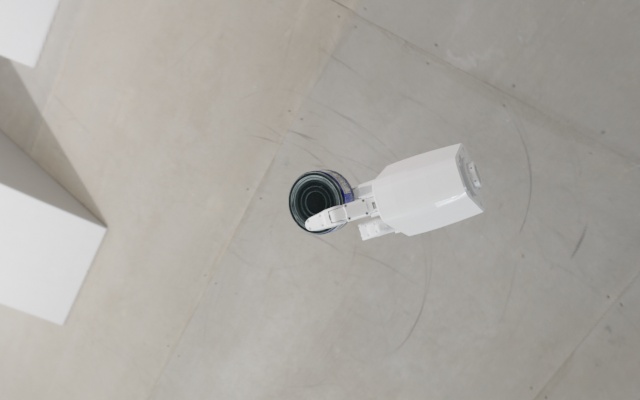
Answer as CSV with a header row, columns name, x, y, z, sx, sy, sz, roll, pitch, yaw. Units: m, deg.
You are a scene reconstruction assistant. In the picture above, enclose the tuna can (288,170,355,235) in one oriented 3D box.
name,x,y,z,sx,sy,sz,roll,pitch,yaw
tuna can,0.000,0.002,0.636,0.086,0.086,0.034,0,5,28
